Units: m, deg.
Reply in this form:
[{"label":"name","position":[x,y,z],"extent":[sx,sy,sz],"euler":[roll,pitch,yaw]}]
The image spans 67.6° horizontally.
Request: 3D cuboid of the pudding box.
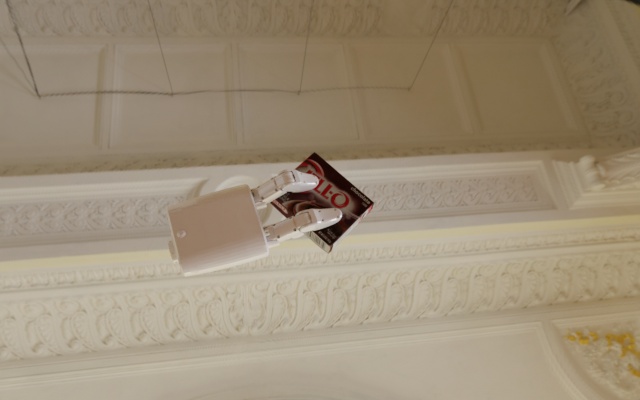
[{"label":"pudding box","position":[0.000,0.002,0.641],"extent":[0.090,0.113,0.039],"euler":[-44,-12,-22]}]
